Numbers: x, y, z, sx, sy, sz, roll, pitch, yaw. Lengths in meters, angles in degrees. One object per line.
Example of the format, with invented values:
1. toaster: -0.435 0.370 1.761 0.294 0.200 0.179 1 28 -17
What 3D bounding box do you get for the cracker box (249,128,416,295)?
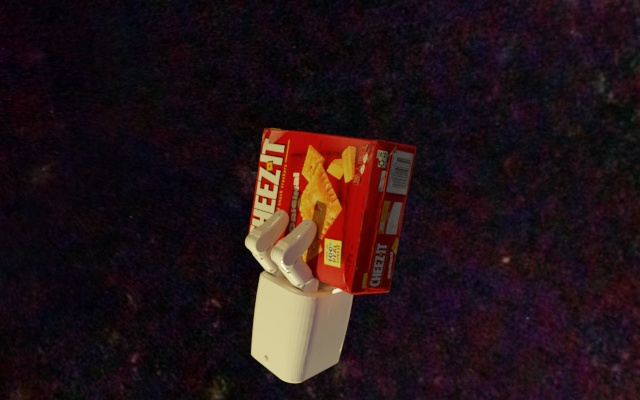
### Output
1. cracker box: 0.000 0.002 0.577 0.072 0.164 0.213 6 7 -41
